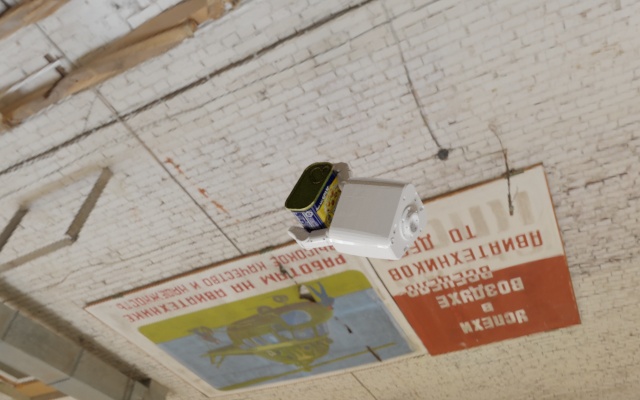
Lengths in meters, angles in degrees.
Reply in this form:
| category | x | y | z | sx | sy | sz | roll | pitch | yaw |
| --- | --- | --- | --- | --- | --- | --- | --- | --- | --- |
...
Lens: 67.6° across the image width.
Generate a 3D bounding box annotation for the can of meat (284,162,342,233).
| category | x | y | z | sx | sy | sz | roll | pitch | yaw |
| --- | --- | --- | --- | --- | --- | --- | --- | --- | --- |
| can of meat | 0.000 | 0.003 | 0.775 | 0.057 | 0.102 | 0.084 | 1 | -41 | 38 |
